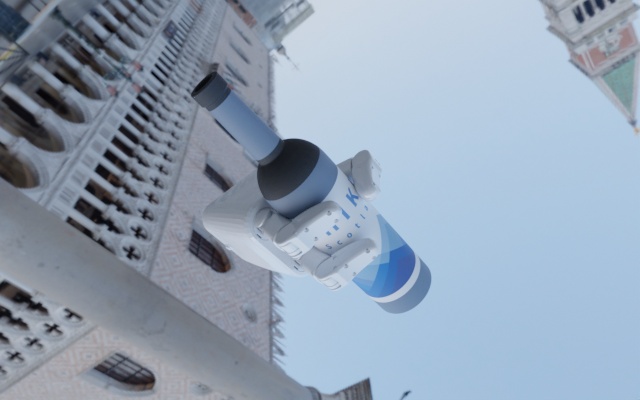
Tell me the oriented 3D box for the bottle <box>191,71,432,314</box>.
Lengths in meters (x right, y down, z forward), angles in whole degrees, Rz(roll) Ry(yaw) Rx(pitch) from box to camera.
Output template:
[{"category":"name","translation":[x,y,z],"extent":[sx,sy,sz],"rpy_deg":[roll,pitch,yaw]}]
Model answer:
[{"category":"bottle","translation":[0.000,0.002,0.437],"extent":[0.069,0.069,0.296],"rpy_deg":[0,-38,50]}]
